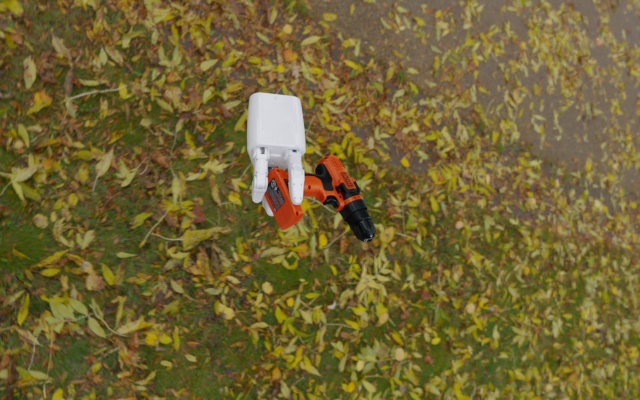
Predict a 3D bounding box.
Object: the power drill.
[{"bbox_3d":[0.000,0.003,0.851,0.187,0.184,0.057,-6,-31,-44],"label":"power drill"}]
